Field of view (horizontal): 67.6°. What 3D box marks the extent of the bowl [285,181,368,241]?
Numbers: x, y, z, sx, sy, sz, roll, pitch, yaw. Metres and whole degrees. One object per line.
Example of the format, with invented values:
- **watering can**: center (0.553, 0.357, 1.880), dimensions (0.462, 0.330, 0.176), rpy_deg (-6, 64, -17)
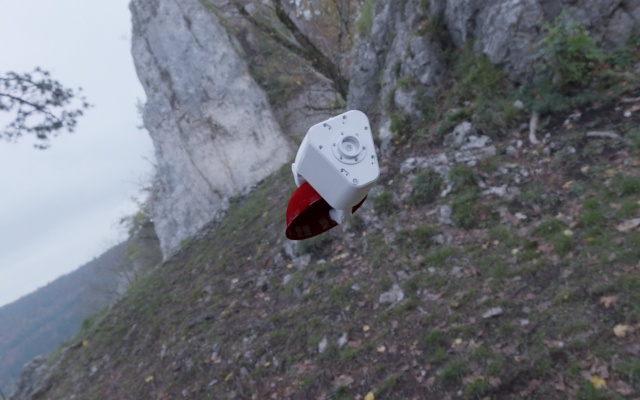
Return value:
- **bowl**: center (0.000, 0.003, 0.828), dimensions (0.162, 0.055, 0.162), rpy_deg (-27, -22, -12)
